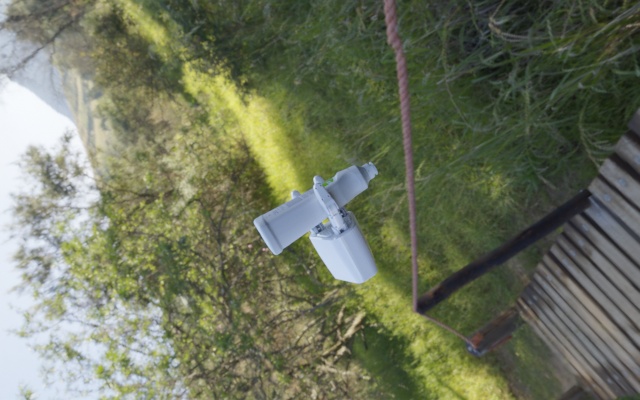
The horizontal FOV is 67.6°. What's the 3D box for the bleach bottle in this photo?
[{"bbox_3d":[0.000,0.003,0.896,0.251,0.068,0.102,-31,15,-10],"label":"bleach bottle"}]
